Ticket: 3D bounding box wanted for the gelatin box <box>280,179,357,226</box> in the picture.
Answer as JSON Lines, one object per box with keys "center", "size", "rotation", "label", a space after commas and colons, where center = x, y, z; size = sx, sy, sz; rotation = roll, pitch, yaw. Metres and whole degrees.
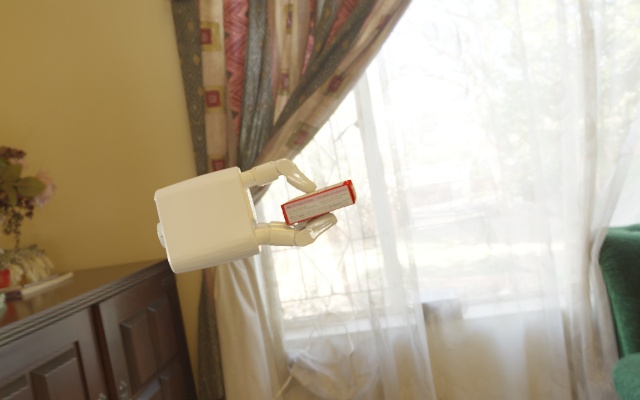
{"center": [0.000, 0.001, 0.599], "size": [0.089, 0.030, 0.073], "rotation": [-19, 4, 8], "label": "gelatin box"}
